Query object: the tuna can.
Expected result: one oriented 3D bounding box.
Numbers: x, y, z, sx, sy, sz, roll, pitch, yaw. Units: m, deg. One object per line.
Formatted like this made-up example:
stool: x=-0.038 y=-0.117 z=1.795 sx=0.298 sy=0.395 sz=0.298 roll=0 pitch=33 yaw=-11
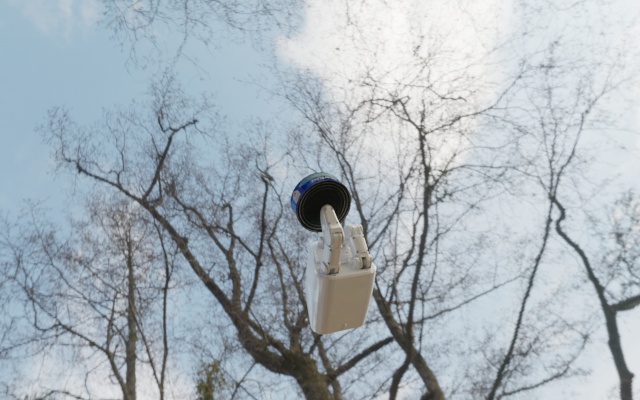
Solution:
tuna can: x=0.000 y=0.002 z=0.705 sx=0.086 sy=0.086 sz=0.033 roll=0 pitch=27 yaw=-24
